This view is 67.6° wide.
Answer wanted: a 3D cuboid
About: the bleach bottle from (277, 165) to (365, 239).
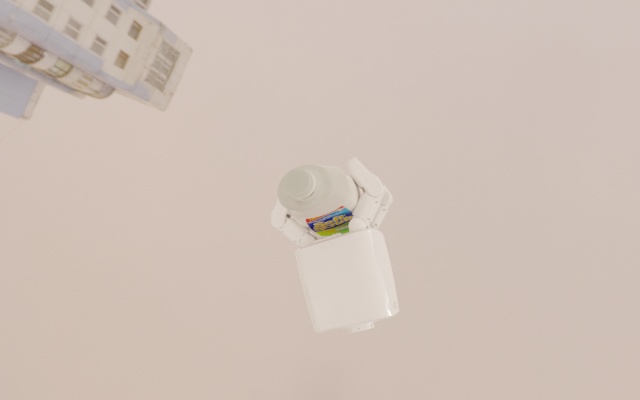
[{"bbox_3d":[0.000,0.002,0.601,0.102,0.068,0.251,-14,-12,13],"label":"bleach bottle"}]
